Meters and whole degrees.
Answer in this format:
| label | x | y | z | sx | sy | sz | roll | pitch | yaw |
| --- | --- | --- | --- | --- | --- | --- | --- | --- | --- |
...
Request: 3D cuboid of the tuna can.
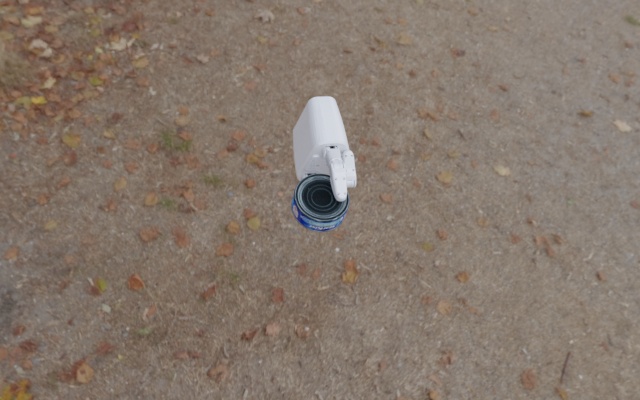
| label | x | y | z | sx | sy | sz | roll | pitch | yaw |
| --- | --- | --- | --- | --- | --- | --- | --- | --- | --- |
| tuna can | 0.000 | 0.002 | 0.720 | 0.086 | 0.086 | 0.034 | 0 | -30 | -11 |
